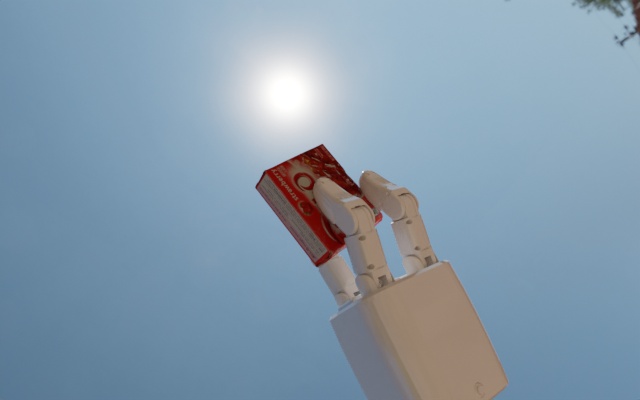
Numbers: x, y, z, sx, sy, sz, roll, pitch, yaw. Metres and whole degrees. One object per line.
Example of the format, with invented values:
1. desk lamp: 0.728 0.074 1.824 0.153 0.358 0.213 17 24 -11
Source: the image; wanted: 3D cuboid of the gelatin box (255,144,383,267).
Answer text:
1. gelatin box: 0.000 0.001 0.410 0.073 0.089 0.030 -31 -13 -41
